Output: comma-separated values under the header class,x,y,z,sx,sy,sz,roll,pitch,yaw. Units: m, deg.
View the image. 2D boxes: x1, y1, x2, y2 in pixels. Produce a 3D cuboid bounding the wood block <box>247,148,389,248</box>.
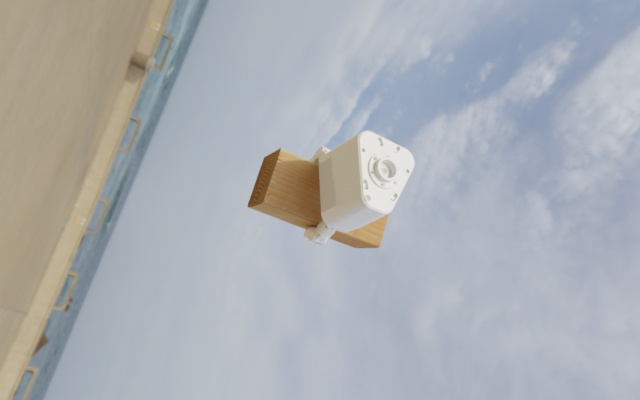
class,x,y,z,sx,sy,sz,roll,pitch,yaw
wood block,0.000,0.003,0.772,0.206,0.091,0.090,23,-13,-21
